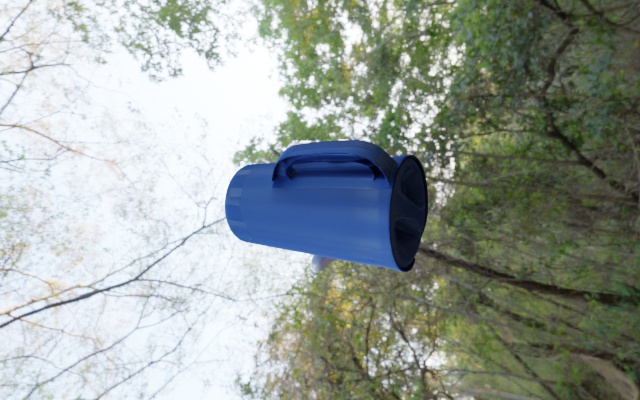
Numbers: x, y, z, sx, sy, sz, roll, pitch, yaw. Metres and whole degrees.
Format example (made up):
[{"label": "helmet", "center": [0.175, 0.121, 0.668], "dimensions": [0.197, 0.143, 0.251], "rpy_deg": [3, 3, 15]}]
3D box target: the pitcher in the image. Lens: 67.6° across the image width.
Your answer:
[{"label": "pitcher", "center": [0.000, 0.002, 0.591], "dimensions": [0.243, 0.149, 0.145], "rpy_deg": [3, 7, 29]}]
